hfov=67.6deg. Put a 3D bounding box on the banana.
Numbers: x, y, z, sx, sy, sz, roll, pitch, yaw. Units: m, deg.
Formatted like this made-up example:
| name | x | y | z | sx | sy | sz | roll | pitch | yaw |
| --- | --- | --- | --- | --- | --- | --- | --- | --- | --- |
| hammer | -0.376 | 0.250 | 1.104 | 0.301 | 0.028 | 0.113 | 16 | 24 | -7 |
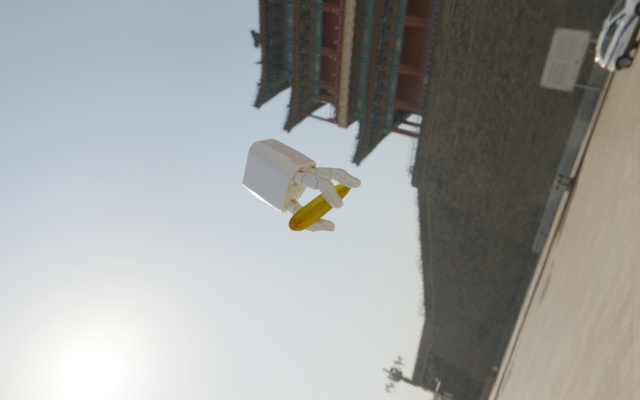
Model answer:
| name | x | y | z | sx | sy | sz | roll | pitch | yaw |
| --- | --- | --- | --- | --- | --- | --- | --- | --- | --- |
| banana | -0.005 | 0.012 | 0.888 | 0.197 | 0.037 | 0.070 | -38 | -11 | -42 |
